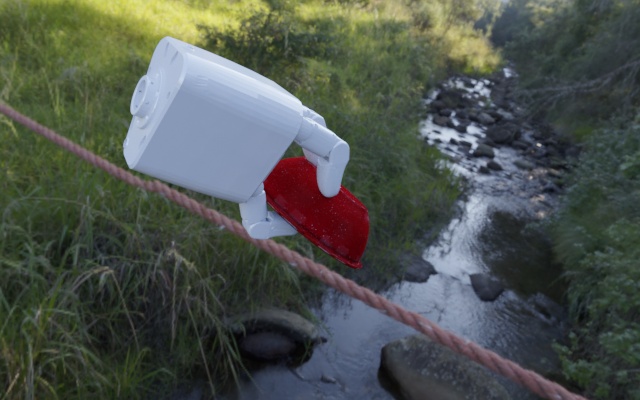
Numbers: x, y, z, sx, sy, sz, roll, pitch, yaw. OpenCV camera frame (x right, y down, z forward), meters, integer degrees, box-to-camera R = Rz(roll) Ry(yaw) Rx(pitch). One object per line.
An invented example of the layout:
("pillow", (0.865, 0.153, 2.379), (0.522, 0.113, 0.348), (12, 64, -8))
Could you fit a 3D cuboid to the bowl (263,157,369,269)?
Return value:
("bowl", (0.001, 0.002, 0.525), (0.162, 0.055, 0.162), (40, 6, -5))
